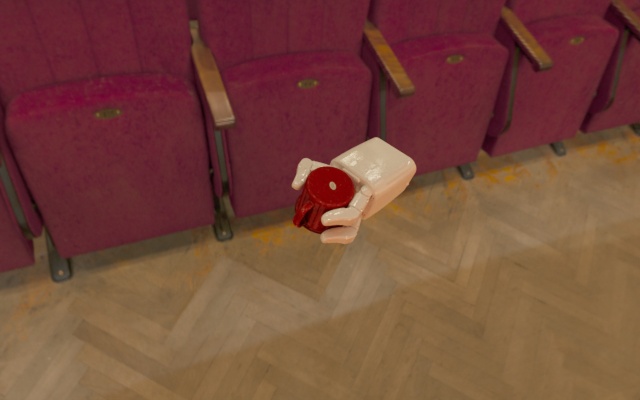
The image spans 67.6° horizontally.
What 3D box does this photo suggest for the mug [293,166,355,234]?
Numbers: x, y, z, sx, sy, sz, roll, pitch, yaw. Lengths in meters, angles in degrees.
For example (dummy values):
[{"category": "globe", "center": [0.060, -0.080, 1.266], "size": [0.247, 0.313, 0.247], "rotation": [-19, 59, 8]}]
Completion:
[{"category": "mug", "center": [-0.001, 0.003, 0.787], "size": [0.117, 0.093, 0.081], "rotation": [-33, -20, -29]}]
